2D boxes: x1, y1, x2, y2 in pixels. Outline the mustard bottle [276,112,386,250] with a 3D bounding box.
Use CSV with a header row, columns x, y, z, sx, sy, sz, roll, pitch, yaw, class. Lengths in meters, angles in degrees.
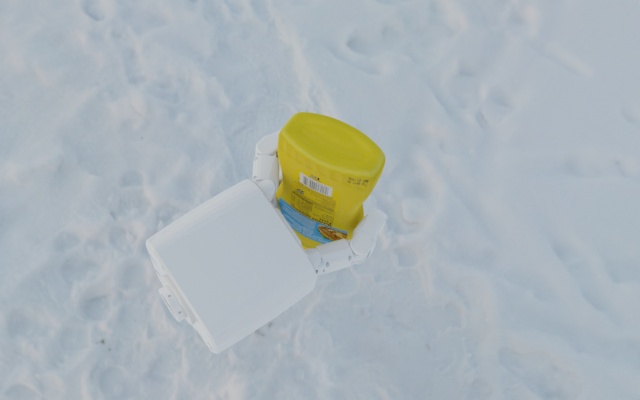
x,y,z,sx,sy,sz,roll,pitch,yaw,class
0.000,0.001,0.490,0.096,0.058,0.192,26,-33,9,mustard bottle
